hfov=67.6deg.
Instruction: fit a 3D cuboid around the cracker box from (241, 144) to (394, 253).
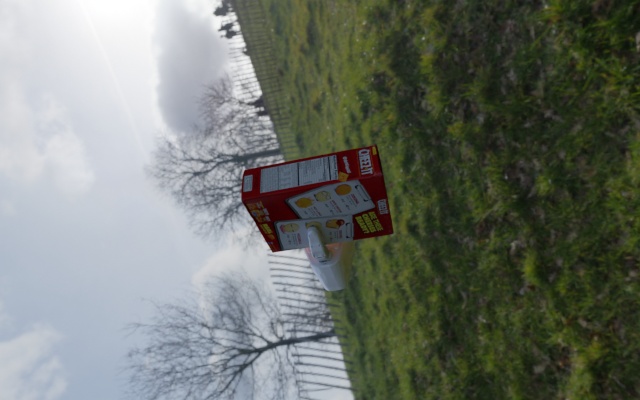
[{"bbox_3d":[0.000,0.003,0.769,0.214,0.072,0.164,-10,-37,8],"label":"cracker box"}]
